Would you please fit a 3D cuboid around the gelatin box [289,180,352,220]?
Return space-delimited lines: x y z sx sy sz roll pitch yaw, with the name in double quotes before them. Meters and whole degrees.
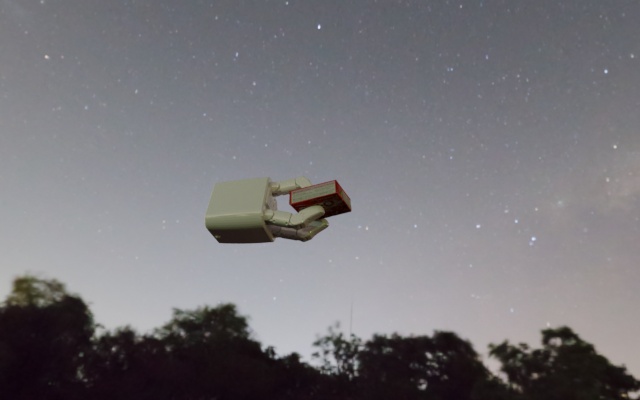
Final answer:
"gelatin box" 0.000 0.002 0.823 0.089 0.030 0.073 -14 -32 18
